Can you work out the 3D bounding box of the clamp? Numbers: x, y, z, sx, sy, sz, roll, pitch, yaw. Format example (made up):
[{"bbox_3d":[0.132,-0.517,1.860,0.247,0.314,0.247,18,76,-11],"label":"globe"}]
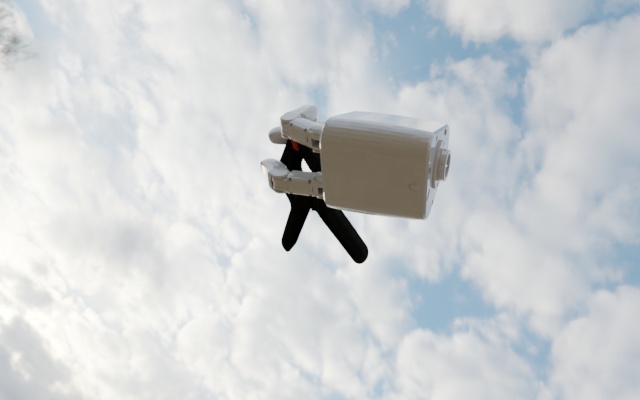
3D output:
[{"bbox_3d":[0.000,0.001,0.559,0.120,0.172,0.039,10,35,22],"label":"clamp"}]
